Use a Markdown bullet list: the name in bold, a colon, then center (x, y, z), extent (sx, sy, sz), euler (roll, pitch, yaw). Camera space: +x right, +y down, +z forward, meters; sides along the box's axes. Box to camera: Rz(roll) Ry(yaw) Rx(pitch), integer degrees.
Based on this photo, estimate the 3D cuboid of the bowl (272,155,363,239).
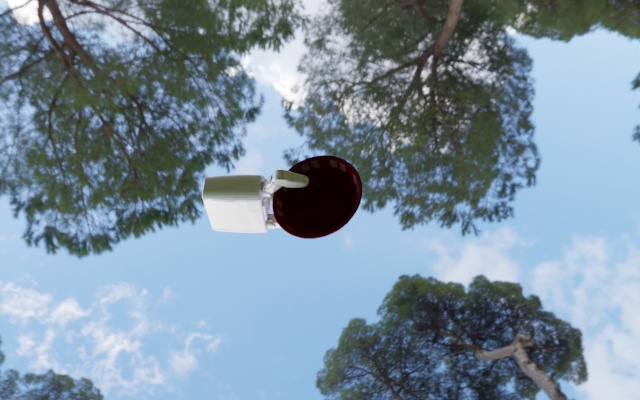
- **bowl**: center (0.001, 0.003, 0.830), extent (0.162, 0.162, 0.055), euler (0, -28, 20)
